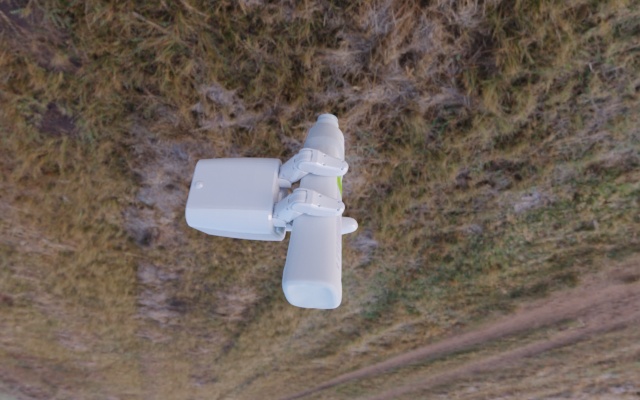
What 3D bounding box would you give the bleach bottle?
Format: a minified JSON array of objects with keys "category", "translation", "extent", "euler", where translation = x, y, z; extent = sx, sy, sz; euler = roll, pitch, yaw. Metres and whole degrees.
[{"category":"bleach bottle","translation":[0.000,0.002,0.612],"extent":[0.068,0.250,0.103],"euler":[2,-29,6]}]
